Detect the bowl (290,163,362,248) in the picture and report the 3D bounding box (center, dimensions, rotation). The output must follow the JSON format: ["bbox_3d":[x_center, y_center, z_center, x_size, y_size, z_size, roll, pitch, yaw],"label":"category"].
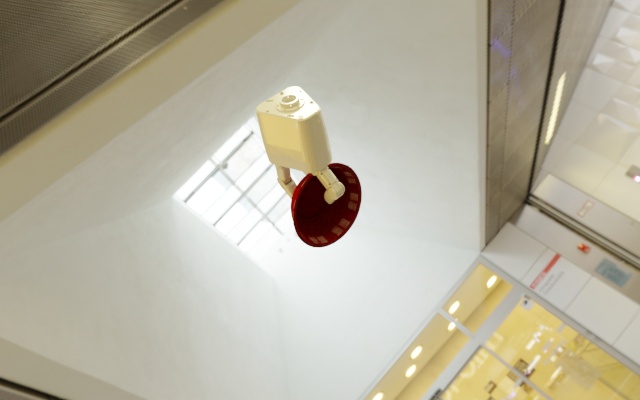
[{"bbox_3d":[0.000,0.004,0.883,0.162,0.162,0.055,0,17,-41],"label":"bowl"}]
